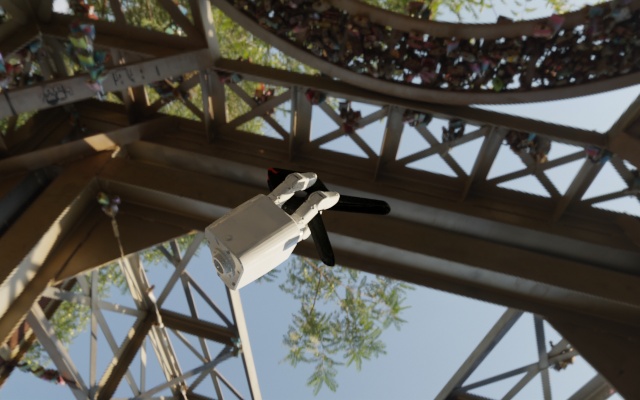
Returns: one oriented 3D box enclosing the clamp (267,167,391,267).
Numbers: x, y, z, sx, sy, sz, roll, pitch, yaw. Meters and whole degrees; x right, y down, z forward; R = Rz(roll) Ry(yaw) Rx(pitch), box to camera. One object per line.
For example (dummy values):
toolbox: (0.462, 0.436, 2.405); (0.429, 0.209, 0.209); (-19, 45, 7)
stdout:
clamp: (-0.001, 0.003, 0.783); (0.164, 0.036, 0.210); (-31, 57, -34)
